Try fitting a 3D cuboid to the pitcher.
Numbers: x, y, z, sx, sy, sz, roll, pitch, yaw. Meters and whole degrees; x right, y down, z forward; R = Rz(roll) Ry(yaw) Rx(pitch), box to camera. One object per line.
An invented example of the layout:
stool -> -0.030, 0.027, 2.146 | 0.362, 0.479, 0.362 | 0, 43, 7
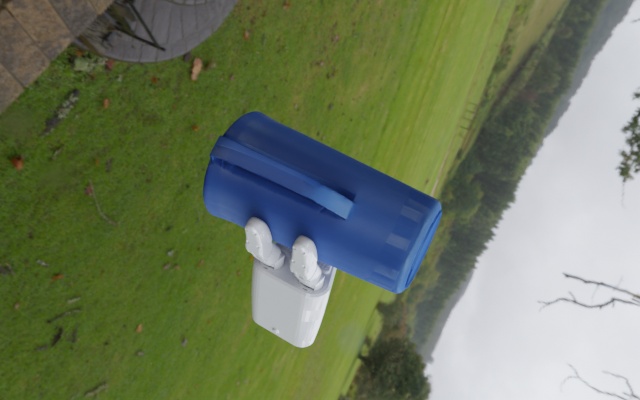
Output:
pitcher -> 0.000, 0.002, 0.521 | 0.243, 0.145, 0.149 | 24, 39, 17
